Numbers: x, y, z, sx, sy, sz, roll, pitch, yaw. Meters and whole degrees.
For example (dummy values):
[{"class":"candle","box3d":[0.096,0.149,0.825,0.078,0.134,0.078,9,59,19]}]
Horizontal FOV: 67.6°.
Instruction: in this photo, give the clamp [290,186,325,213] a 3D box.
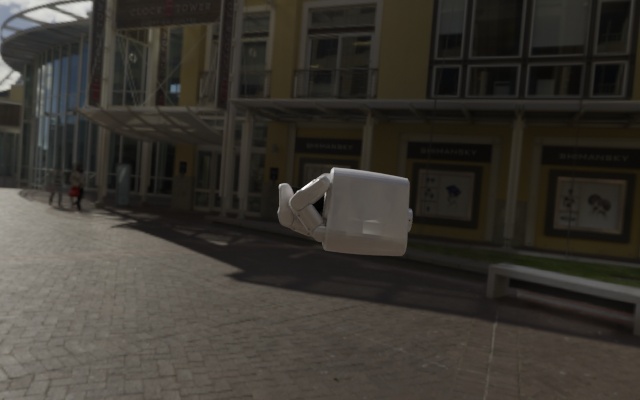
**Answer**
[{"class":"clamp","box3d":[0.000,0.002,0.744,0.120,0.039,0.171,8,2,-1]}]
